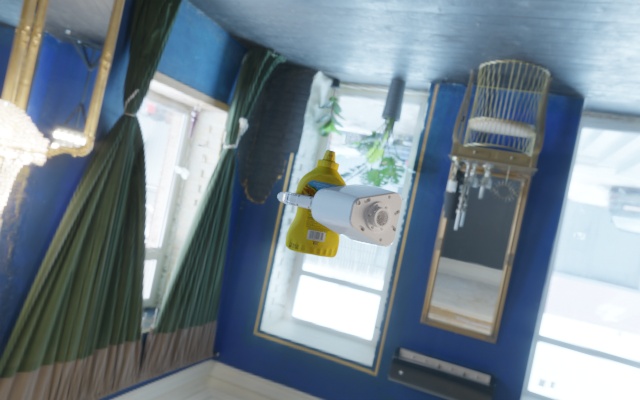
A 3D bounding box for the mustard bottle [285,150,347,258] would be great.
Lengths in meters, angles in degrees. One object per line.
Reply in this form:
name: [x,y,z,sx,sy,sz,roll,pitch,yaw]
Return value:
mustard bottle: [0.000,0.003,0.872,0.096,0.191,0.058,12,0,-10]
